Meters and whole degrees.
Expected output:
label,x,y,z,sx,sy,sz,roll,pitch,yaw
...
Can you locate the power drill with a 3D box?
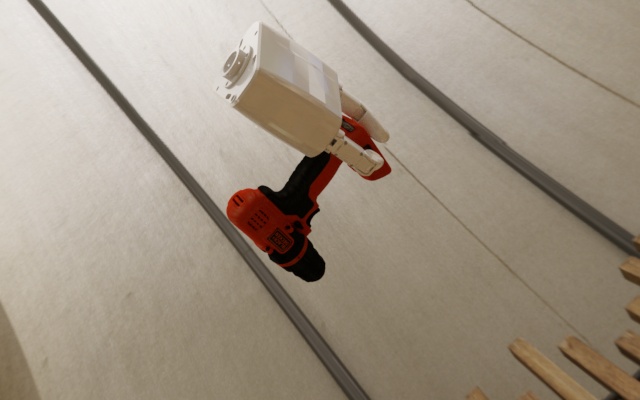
label,x,y,z,sx,sy,sz,roll,pitch,yaw
power drill,0.000,0.001,0.589,0.057,0.187,0.184,37,-8,44
